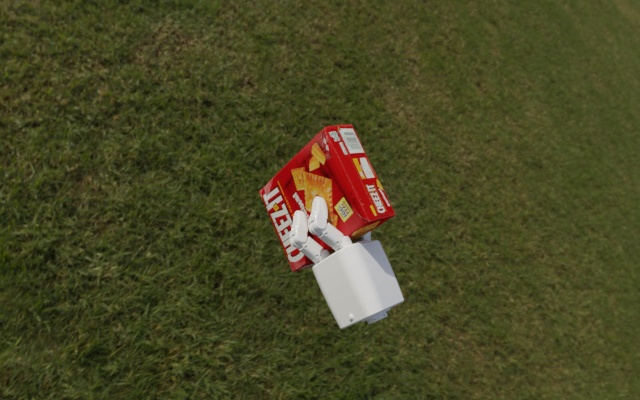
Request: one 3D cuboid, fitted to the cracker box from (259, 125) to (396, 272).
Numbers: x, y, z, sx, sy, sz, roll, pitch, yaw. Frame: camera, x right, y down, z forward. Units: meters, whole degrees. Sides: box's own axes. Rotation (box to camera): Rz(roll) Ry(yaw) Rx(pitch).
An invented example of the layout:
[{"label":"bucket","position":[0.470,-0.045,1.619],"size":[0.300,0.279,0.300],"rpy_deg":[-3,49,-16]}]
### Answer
[{"label":"cracker box","position":[0.000,0.002,0.784],"size":[0.072,0.164,0.214],"rpy_deg":[-10,-20,-43]}]
